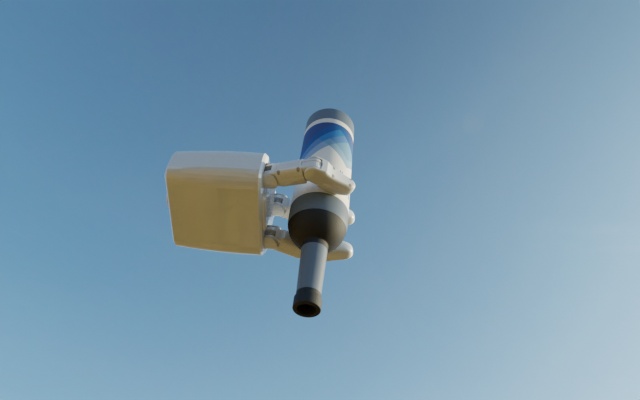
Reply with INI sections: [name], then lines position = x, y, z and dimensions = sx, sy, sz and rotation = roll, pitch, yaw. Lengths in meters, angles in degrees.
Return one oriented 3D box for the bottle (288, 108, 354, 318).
[bottle]
position = 0.000, 0.002, 0.555
dimensions = 0.069, 0.069, 0.295
rotation = 0, 44, 7
